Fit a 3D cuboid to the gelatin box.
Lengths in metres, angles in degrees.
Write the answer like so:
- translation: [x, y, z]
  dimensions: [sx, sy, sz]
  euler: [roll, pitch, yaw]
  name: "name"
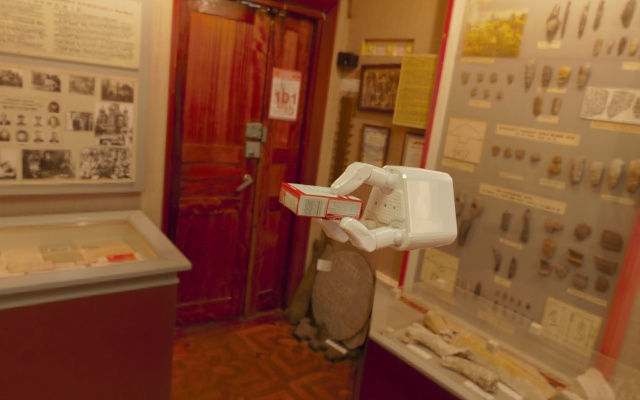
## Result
- translation: [0.000, 0.002, 0.612]
  dimensions: [0.089, 0.030, 0.073]
  euler: [6, 11, -24]
  name: "gelatin box"
